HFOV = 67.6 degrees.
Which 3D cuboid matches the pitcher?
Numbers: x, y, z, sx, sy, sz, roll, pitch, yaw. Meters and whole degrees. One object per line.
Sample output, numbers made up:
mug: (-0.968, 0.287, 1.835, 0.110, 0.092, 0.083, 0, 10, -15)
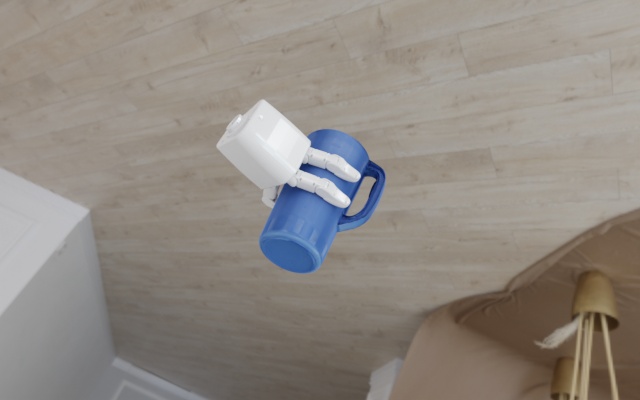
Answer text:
pitcher: (0.000, 0.003, 0.818, 0.145, 0.242, 0.149, 42, -40, -21)
